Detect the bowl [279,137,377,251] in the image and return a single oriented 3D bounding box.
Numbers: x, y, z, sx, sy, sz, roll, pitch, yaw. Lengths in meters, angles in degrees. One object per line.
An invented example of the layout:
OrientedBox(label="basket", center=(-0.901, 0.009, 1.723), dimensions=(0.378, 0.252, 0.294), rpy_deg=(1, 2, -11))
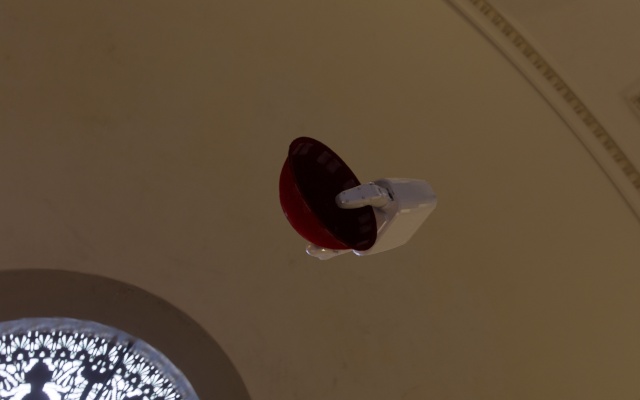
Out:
OrientedBox(label="bowl", center=(-0.001, 0.002, 0.594), dimensions=(0.055, 0.162, 0.162), rpy_deg=(-34, -17, 27))
